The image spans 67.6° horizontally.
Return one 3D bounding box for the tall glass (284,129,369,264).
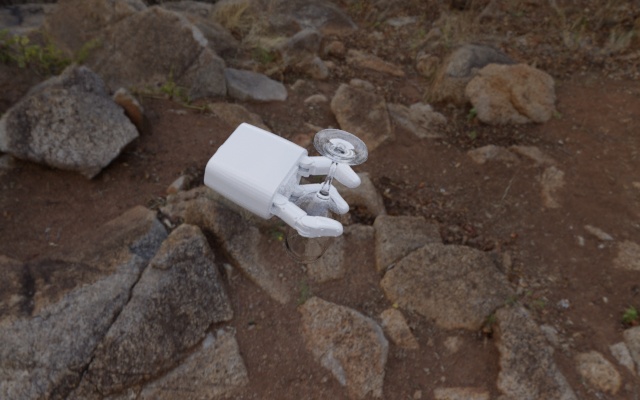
[{"bbox_3d":[0.000,0.002,0.675,0.079,0.201,0.079,12,40,-10],"label":"tall glass"}]
